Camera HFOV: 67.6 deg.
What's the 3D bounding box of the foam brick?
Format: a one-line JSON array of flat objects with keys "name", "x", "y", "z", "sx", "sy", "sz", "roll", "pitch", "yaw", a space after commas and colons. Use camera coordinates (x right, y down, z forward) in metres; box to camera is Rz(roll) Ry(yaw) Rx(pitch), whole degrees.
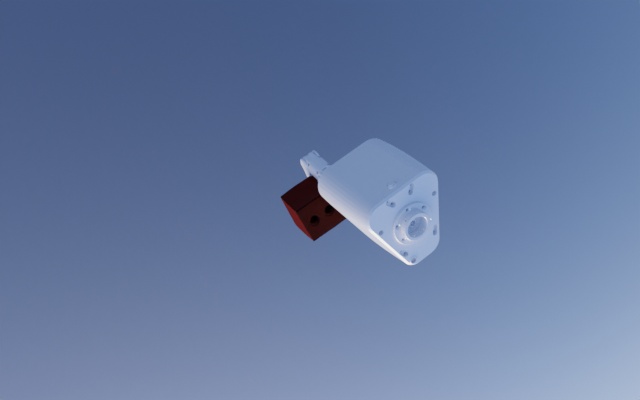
[{"name": "foam brick", "x": 0.000, "y": 0.002, "z": 0.599, "sx": 0.078, "sy": 0.053, "sz": 0.051, "roll": -35, "pitch": 36, "yaw": -9}]
